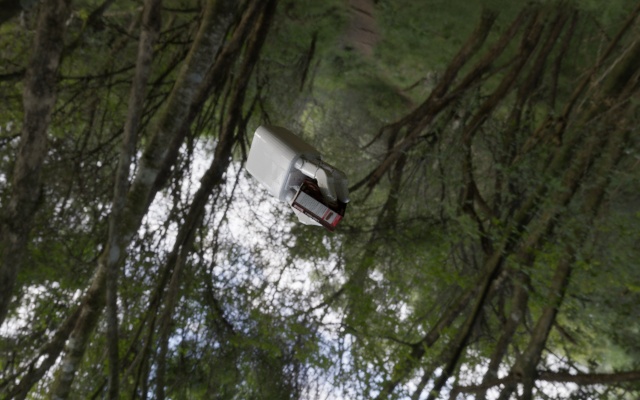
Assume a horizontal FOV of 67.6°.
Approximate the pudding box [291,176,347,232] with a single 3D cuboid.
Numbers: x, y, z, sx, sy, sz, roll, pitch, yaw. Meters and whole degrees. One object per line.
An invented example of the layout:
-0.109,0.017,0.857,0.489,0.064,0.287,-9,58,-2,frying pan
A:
0.000,0.003,0.852,0.090,0.039,0.113,32,19,-3,pudding box
